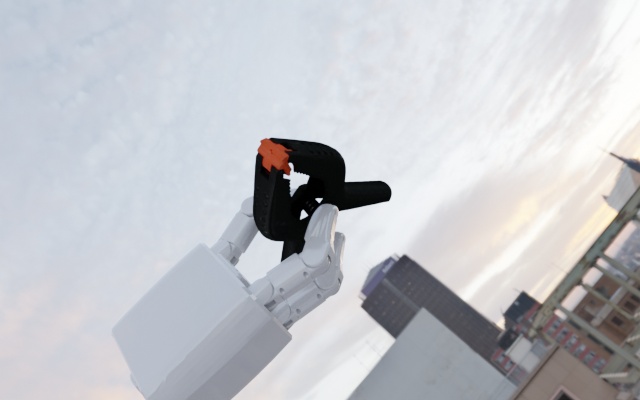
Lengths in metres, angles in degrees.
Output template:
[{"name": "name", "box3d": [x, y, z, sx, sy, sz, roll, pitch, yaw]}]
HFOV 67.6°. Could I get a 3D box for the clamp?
[{"name": "clamp", "box3d": [-0.001, 0.001, 0.435, 0.036, 0.164, 0.210, 39, -15, 28]}]
